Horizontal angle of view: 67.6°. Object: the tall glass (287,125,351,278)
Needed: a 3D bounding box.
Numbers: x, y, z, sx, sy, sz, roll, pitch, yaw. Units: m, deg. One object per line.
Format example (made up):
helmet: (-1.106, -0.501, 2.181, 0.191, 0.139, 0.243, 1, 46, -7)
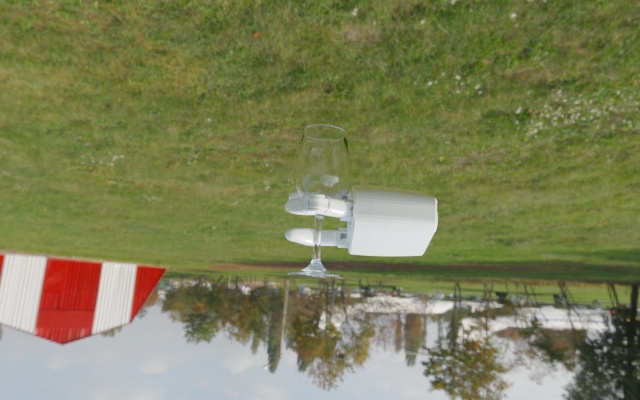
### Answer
tall glass: (0.000, 0.003, 0.648, 0.079, 0.201, 0.079, 3, -11, 1)
